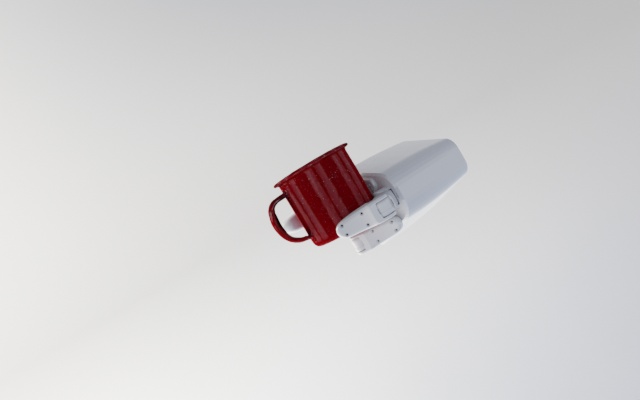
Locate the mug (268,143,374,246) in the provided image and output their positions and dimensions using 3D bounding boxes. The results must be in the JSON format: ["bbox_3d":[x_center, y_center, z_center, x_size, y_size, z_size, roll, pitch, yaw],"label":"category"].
[{"bbox_3d":[-0.001,0.003,0.510,0.117,0.081,0.093,-31,1,-24],"label":"mug"}]
